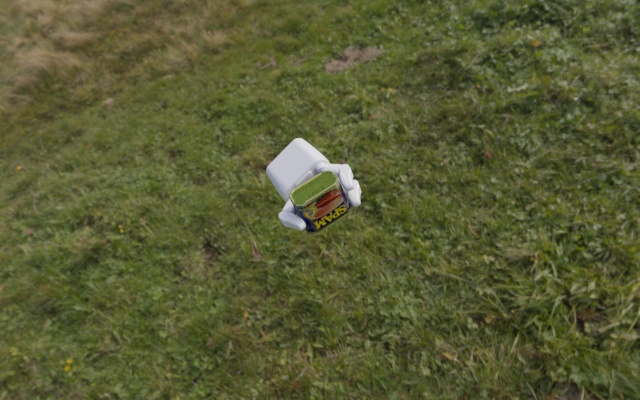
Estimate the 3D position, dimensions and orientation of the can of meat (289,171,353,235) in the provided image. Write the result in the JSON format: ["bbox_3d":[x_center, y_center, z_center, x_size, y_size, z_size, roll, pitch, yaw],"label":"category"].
[{"bbox_3d":[0.000,0.003,0.899,0.102,0.084,0.057,-32,43,-7],"label":"can of meat"}]
